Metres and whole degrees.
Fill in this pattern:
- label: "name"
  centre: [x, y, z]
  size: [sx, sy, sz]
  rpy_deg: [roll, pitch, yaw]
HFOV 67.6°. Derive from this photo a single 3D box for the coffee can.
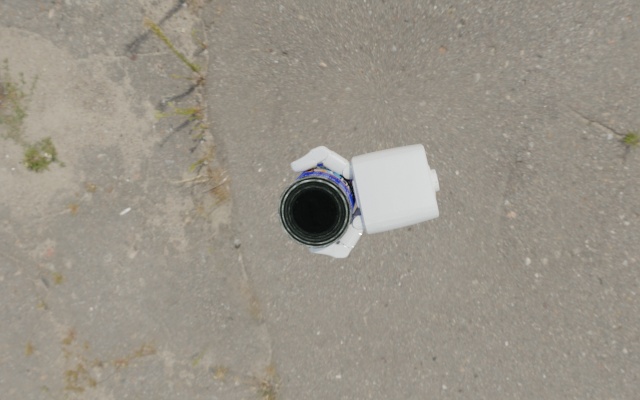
- label: "coffee can"
  centre: [0.000, 0.002, 0.716]
  size: [0.103, 0.103, 0.140]
  rpy_deg: [0, 12, 7]
